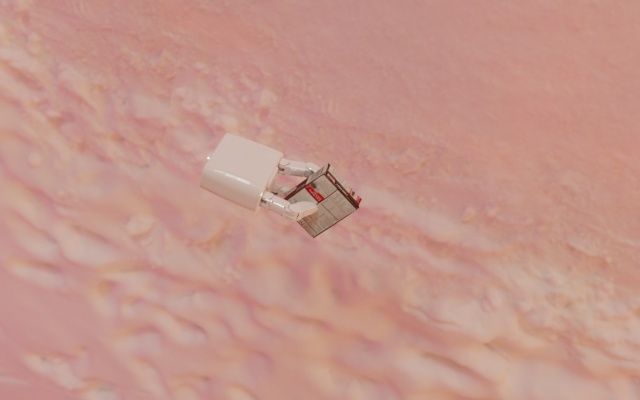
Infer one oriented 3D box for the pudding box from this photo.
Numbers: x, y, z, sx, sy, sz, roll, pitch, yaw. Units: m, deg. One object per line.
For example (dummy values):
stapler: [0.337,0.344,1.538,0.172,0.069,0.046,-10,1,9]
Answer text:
pudding box: [0.000,0.003,0.829,0.113,0.090,0.039,-34,19,32]
